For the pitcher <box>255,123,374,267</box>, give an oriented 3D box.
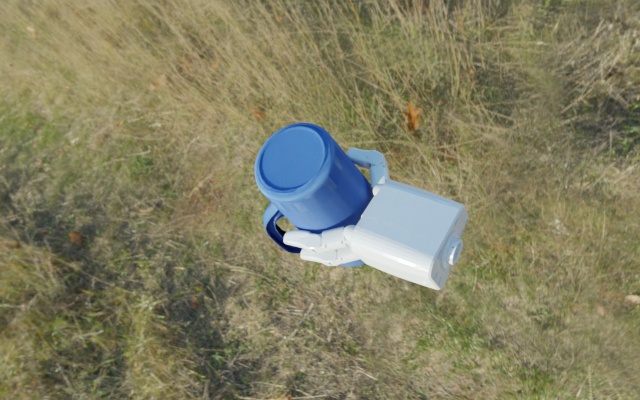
[{"bbox_3d":[0.000,0.002,0.669,0.145,0.149,0.243,20,-14,30],"label":"pitcher"}]
